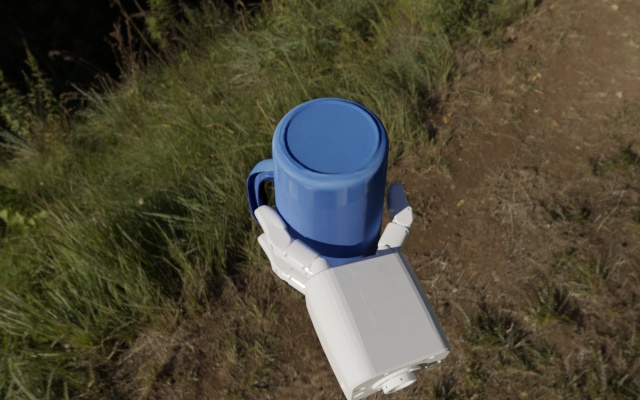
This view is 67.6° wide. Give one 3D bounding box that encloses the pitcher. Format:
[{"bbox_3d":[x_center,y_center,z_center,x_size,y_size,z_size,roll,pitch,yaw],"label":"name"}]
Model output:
[{"bbox_3d":[0.000,0.002,0.534,0.149,0.145,0.243,-17,-30,-10],"label":"pitcher"}]
